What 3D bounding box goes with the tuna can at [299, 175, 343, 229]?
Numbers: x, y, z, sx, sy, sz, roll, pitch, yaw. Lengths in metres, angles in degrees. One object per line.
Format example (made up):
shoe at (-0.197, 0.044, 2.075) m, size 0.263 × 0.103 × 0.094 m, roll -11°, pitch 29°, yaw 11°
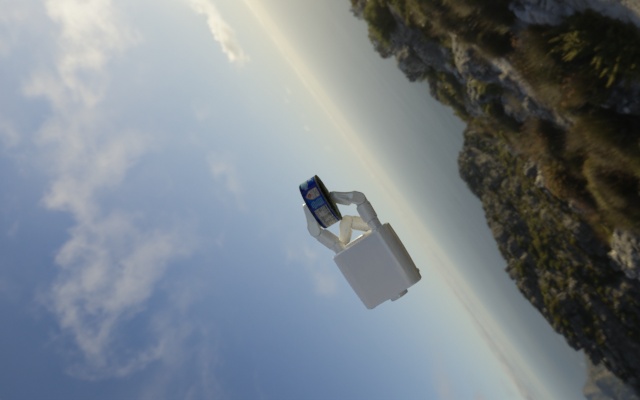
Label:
tuna can at (0.000, 0.003, 0.781) m, size 0.034 × 0.086 × 0.086 m, roll -31°, pitch -5°, yaw 8°
